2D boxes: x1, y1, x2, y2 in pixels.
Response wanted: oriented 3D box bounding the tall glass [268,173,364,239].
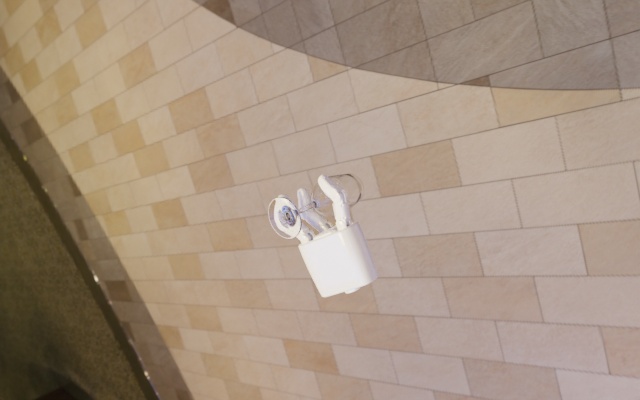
[{"bbox_3d":[0.000,0.003,0.873,0.079,0.079,0.201,0,16,39],"label":"tall glass"}]
